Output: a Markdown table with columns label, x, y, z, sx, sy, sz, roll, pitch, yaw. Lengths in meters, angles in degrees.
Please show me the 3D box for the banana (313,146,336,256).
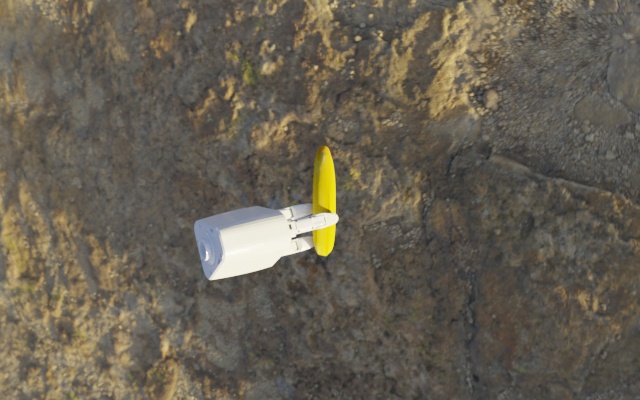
| label | x | y | z | sx | sy | sz | roll | pitch | yaw |
| --- | --- | --- | --- | --- | --- | --- | --- | --- | --- |
| banana | 0.004 | 0.011 | 0.795 | 0.037 | 0.198 | 0.069 | -2 | 15 | -11 |
